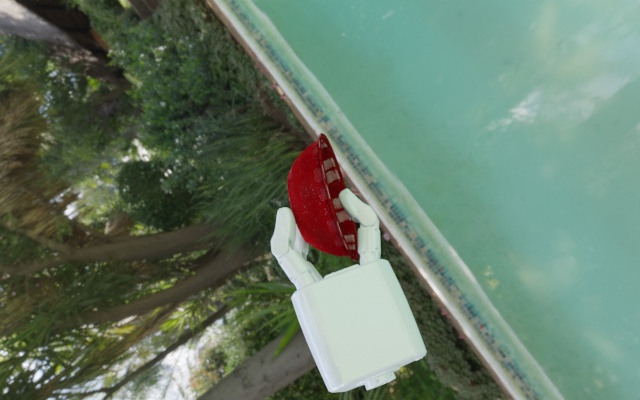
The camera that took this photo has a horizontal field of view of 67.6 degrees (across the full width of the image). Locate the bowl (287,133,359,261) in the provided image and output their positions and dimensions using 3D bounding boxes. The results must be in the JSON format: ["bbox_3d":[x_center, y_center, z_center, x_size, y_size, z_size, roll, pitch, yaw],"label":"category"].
[{"bbox_3d":[0.000,0.001,0.588,0.055,0.162,0.162,-15,-3,10],"label":"bowl"}]
